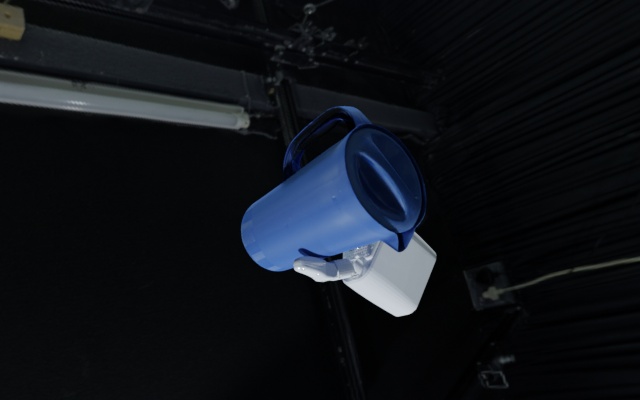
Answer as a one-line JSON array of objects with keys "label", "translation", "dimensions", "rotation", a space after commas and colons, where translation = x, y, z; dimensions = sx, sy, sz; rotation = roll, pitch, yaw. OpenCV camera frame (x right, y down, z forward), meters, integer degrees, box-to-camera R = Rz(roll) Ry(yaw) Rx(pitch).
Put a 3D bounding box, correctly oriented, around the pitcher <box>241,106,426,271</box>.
[{"label": "pitcher", "translation": [0.000, 0.002, 0.617], "dimensions": [0.145, 0.149, 0.243], "rotation": [37, -41, -25]}]
